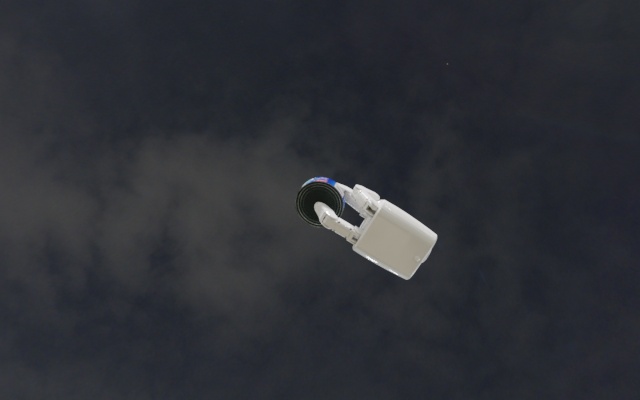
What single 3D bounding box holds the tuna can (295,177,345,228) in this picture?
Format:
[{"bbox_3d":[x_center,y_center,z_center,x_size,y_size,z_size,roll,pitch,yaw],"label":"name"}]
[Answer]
[{"bbox_3d":[0.000,0.003,0.838,0.086,0.086,0.033,0,19,10],"label":"tuna can"}]
